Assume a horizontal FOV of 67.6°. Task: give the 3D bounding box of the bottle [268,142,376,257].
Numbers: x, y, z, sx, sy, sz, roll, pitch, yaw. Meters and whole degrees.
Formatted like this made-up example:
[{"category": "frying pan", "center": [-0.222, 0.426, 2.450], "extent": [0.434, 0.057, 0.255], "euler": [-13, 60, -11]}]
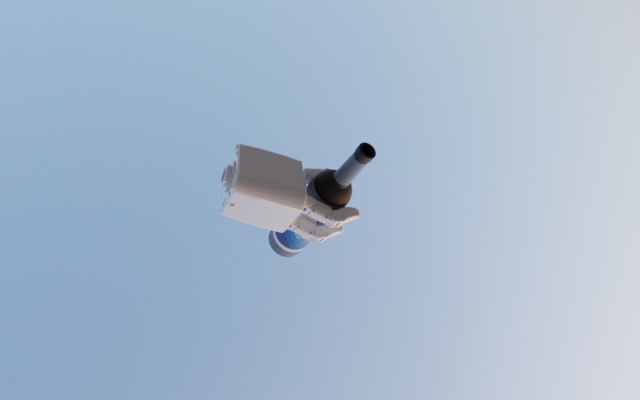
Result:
[{"category": "bottle", "center": [0.000, 0.003, 0.768], "extent": [0.069, 0.069, 0.296], "euler": [0, -29, -30]}]
